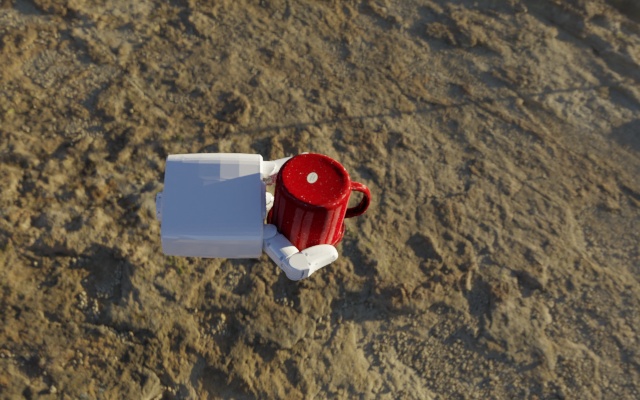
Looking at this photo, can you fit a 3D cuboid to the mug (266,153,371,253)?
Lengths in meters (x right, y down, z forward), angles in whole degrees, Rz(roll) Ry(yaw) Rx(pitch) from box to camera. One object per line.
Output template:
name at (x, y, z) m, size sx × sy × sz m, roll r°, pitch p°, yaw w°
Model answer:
mug at (0.002, 0.002, 0.536) m, size 0.117 × 0.093 × 0.082 m, roll -1°, pitch -39°, yaw -11°
